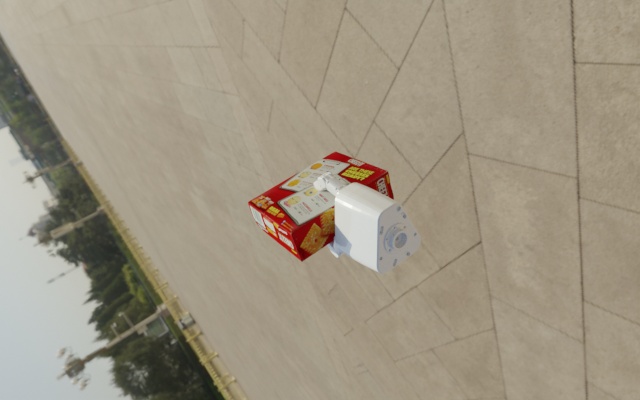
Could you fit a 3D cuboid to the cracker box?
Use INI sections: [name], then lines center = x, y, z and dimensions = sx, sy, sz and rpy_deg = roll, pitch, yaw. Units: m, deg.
[cracker box]
center = 0.000, 0.003, 0.875
dimensions = 0.213, 0.072, 0.164
rpy_deg = -32, 33, -22
